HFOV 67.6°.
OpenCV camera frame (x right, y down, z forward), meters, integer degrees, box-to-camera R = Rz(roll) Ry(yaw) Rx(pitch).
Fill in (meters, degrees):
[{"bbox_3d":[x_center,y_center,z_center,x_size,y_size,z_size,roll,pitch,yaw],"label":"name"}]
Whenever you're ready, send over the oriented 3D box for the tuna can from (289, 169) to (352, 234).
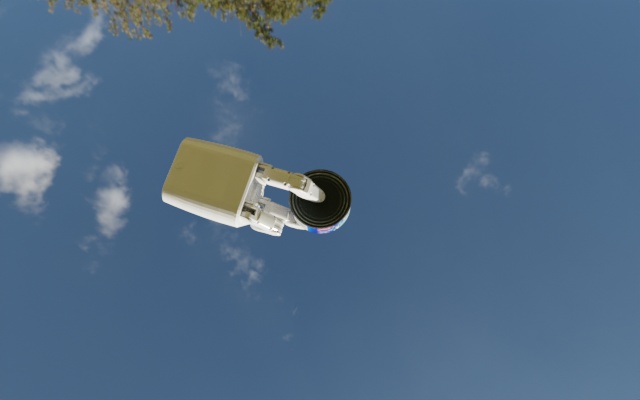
[{"bbox_3d":[0.000,0.002,0.665,0.086,0.086,0.034,0,-19,2],"label":"tuna can"}]
